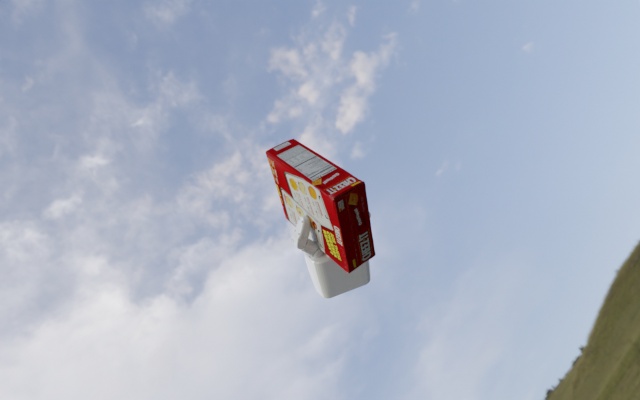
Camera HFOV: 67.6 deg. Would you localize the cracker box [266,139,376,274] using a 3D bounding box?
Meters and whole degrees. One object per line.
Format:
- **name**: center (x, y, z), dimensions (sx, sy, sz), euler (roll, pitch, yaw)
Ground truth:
- **cracker box**: center (0.000, 0.003, 0.845), dimensions (0.072, 0.164, 0.213), euler (-30, 40, -22)
